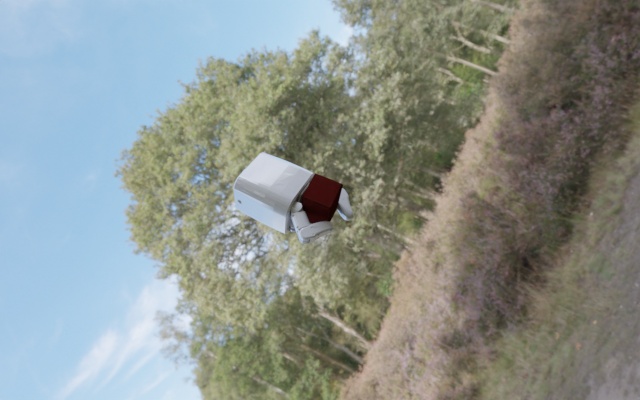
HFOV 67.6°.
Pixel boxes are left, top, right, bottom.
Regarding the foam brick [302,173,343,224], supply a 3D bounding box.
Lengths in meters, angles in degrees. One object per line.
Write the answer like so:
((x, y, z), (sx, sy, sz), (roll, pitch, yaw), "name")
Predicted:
((0.000, 0.002, 0.800), (0.051, 0.053, 0.078), (24, -30, 8), "foam brick")
